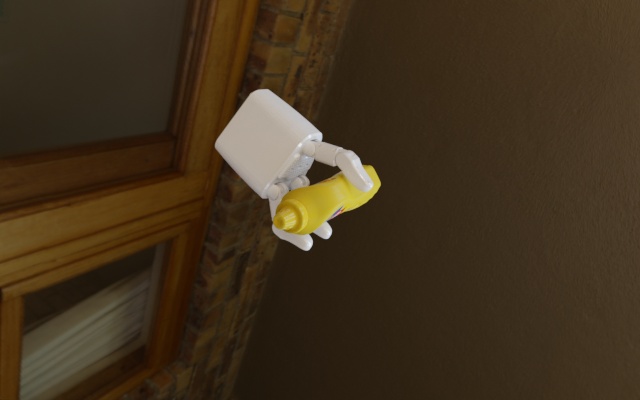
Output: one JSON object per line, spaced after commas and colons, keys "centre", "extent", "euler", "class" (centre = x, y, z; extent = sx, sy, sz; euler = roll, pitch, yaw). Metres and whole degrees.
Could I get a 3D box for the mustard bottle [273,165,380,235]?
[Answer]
{"centre": [0.000, 0.002, 0.629], "extent": [0.096, 0.058, 0.191], "euler": [-26, -1, 34], "class": "mustard bottle"}
